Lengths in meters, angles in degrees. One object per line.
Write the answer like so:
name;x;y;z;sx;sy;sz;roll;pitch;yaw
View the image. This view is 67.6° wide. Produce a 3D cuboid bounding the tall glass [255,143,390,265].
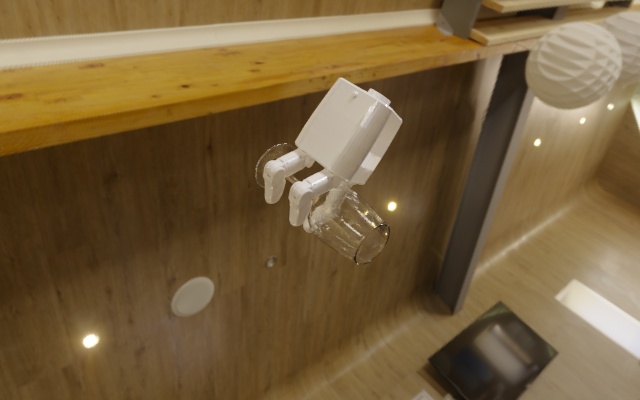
tall glass;0.000;0.002;0.640;0.201;0.079;0.079;40;24;33
